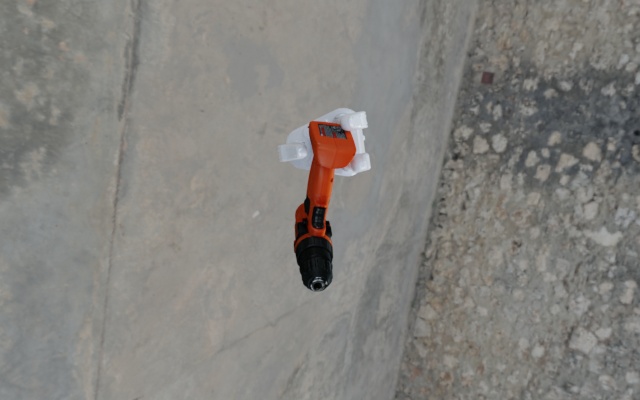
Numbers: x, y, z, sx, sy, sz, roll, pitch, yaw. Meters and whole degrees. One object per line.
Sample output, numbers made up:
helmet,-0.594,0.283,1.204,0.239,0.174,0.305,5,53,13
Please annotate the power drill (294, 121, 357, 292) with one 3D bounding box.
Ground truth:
power drill,0.000,0.002,0.634,0.057,0.188,0.184,7,28,-11
